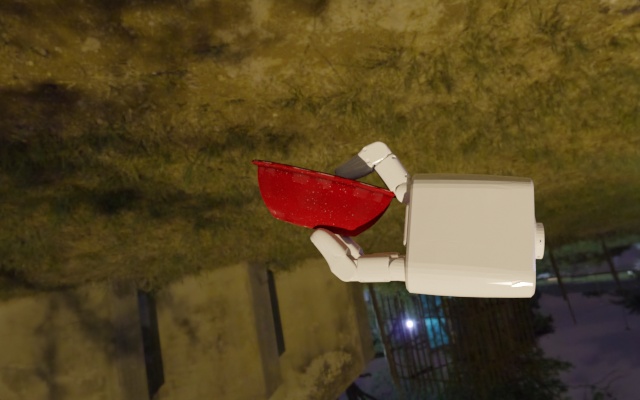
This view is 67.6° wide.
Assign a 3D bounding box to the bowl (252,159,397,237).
[{"bbox_3d":[-0.001,0.002,0.511,0.162,0.055,0.162,14,0,0],"label":"bowl"}]
